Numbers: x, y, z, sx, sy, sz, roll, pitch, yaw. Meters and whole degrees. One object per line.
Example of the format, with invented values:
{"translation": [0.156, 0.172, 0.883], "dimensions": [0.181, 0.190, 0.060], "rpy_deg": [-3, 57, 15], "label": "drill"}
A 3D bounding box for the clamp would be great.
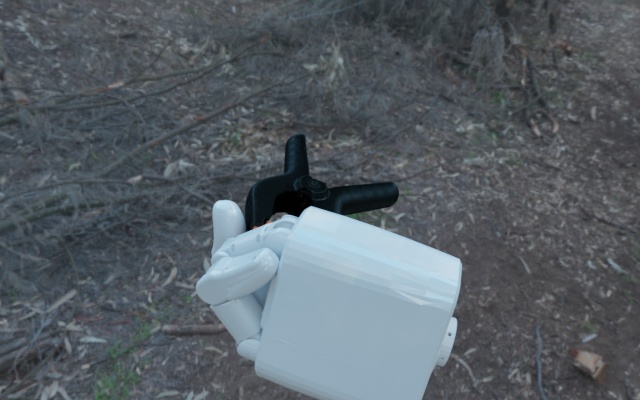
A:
{"translation": [0.000, 0.001, 0.405], "dimensions": [0.120, 0.039, 0.171], "rpy_deg": [20, 36, 9], "label": "clamp"}
